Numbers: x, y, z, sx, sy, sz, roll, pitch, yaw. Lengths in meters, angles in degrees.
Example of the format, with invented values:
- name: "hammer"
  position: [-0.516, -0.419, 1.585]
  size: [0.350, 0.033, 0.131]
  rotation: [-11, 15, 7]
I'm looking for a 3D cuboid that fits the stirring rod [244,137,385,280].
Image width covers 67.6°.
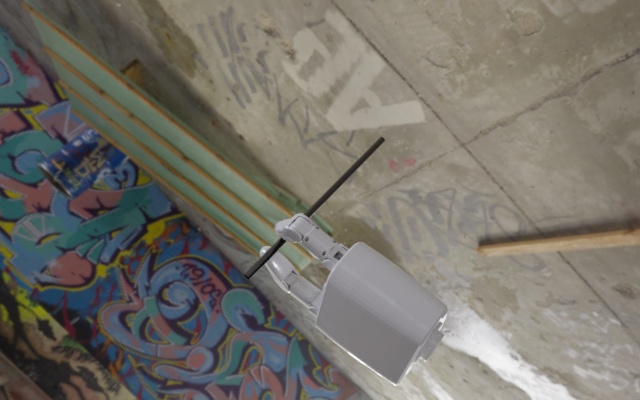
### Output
- name: "stirring rod"
  position: [0.000, 0.002, 0.547]
  size: [0.239, 0.011, 0.011]
  rotation: [-45, 22, -24]
